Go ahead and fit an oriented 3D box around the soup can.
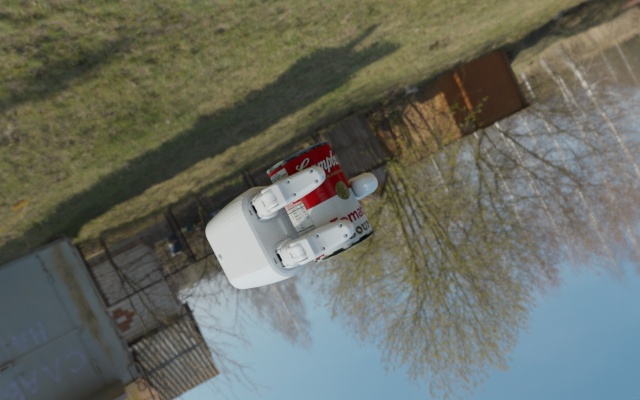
[{"bbox_3d":[0.001,0.002,0.472,0.068,0.102,0.068,-27,0,0],"label":"soup can"}]
